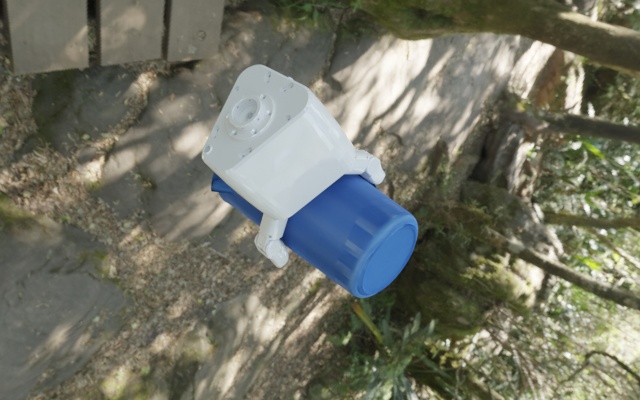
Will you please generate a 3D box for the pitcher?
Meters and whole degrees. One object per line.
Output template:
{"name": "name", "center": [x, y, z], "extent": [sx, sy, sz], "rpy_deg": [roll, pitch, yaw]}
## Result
{"name": "pitcher", "center": [0.000, 0.002, 0.581], "extent": [0.242, 0.149, 0.145], "rpy_deg": [36, -6, 33]}
